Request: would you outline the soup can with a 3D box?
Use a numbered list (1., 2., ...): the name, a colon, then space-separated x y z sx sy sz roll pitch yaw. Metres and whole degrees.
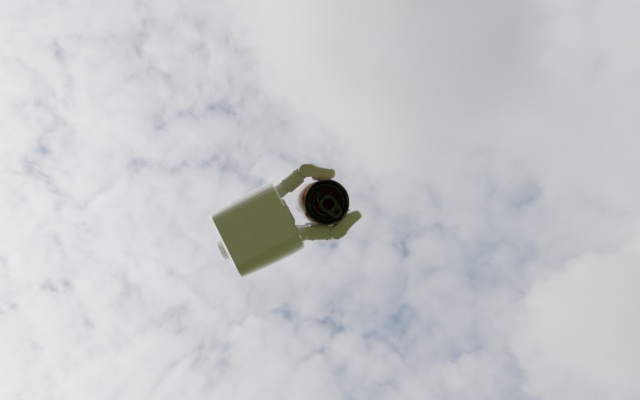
1. soup can: 0.000 0.002 0.745 0.068 0.068 0.102 0 0 -11
